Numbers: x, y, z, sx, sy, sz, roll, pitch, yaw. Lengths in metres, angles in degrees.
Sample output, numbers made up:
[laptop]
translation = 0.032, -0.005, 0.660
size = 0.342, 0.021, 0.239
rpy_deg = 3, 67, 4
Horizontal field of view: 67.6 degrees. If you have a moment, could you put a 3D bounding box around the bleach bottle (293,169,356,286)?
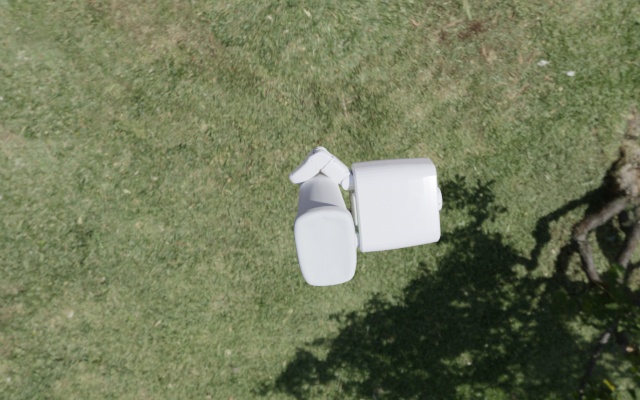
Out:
[bleach bottle]
translation = 0.000, 0.002, 0.639
size = 0.068, 0.103, 0.250
rpy_deg = -7, 27, 0
